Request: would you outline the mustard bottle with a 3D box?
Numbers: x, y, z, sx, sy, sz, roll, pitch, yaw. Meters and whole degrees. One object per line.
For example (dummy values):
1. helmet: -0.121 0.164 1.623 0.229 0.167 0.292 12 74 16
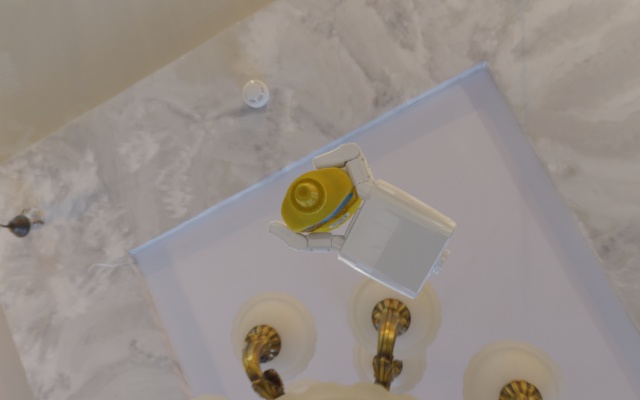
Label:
1. mustard bottle: 0.000 0.002 0.593 0.096 0.058 0.191 -36 -10 6
